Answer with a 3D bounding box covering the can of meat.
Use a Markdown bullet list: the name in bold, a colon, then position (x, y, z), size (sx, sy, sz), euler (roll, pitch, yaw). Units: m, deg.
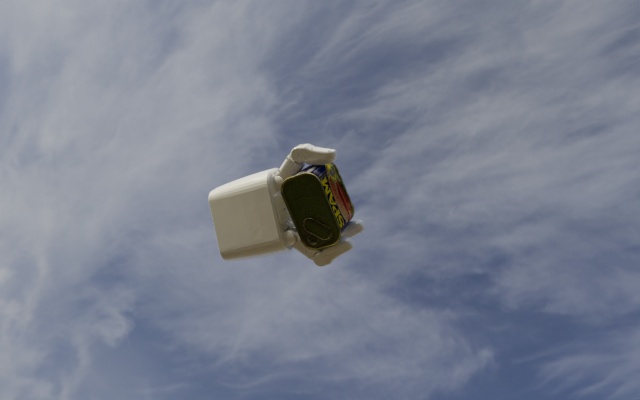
- **can of meat**: position (0.000, 0.002, 0.637), size (0.057, 0.102, 0.084), euler (-17, 13, 24)
